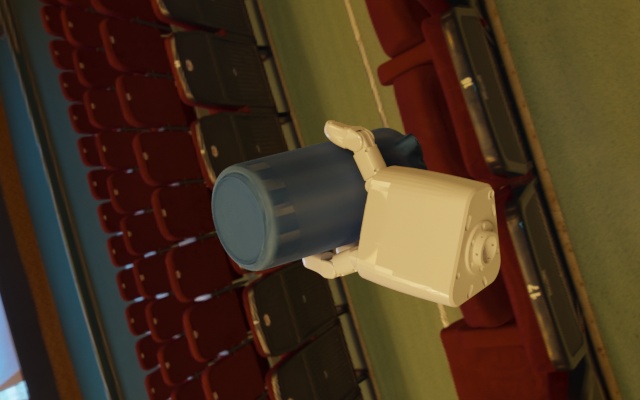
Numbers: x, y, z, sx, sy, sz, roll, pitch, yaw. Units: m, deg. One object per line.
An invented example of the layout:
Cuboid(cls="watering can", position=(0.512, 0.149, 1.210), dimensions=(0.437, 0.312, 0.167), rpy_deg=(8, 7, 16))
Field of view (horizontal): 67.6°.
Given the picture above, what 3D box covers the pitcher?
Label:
Cuboid(cls="pitcher", position=(0.000, 0.002, 0.551), dimensions=(0.243, 0.149, 0.145), rpy_deg=(-16, 21, -42))
